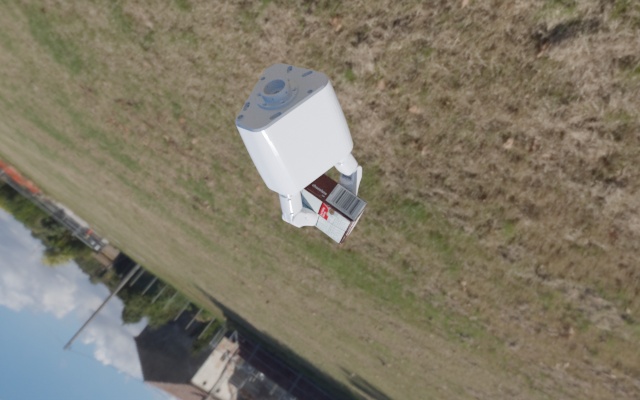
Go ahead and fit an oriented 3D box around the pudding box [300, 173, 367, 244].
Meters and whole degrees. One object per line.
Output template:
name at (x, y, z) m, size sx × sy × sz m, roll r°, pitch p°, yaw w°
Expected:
pudding box at (0.000, 0.002, 0.653) m, size 0.113 × 0.039 × 0.090 m, roll 36°, pitch -23°, yaw 8°
